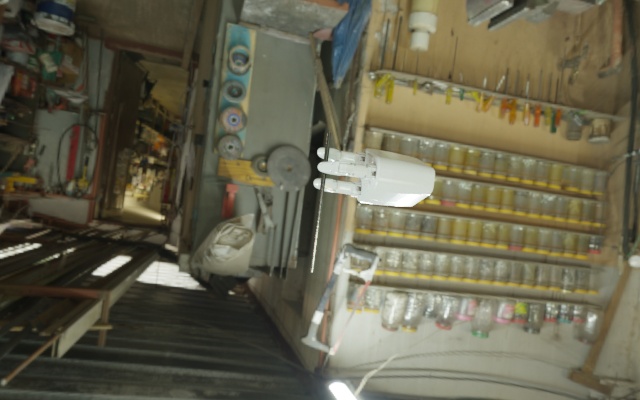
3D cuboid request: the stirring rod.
[{"bbox_3d":[0.000,0.003,0.817,0.011,0.239,0.011,7,-1,0],"label":"stirring rod"}]
